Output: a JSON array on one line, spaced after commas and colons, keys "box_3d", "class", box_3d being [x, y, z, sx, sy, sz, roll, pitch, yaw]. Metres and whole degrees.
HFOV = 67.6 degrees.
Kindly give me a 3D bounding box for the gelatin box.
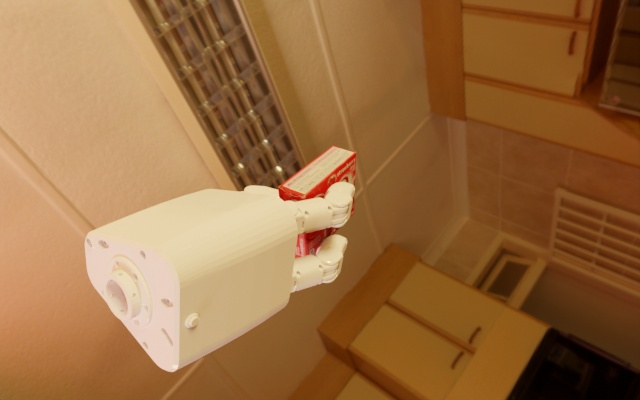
[{"box_3d": [0.000, 0.001, 0.443, 0.030, 0.073, 0.089, 20, 41, 27], "class": "gelatin box"}]
